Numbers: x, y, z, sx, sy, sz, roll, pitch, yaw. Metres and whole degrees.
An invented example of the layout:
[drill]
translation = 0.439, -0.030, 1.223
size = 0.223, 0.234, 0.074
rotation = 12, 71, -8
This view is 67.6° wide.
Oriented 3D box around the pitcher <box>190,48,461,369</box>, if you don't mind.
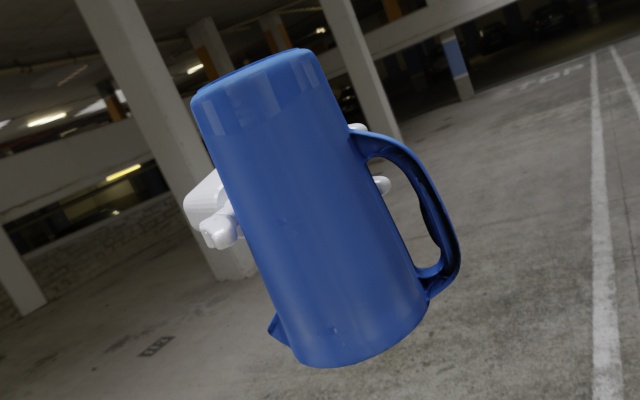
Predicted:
[pitcher]
translation = 0.000, 0.001, 0.404
size = 0.149, 0.243, 0.145
rotation = -31, 15, -29
